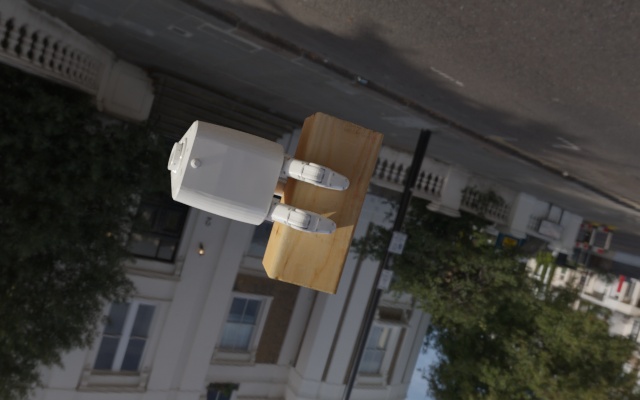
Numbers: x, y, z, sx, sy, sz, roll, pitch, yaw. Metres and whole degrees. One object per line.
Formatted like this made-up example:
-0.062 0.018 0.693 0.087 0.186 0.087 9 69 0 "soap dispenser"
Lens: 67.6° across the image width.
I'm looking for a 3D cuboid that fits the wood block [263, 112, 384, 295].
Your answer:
0.000 0.002 0.618 0.090 0.206 0.091 17 1 -13 "wood block"
